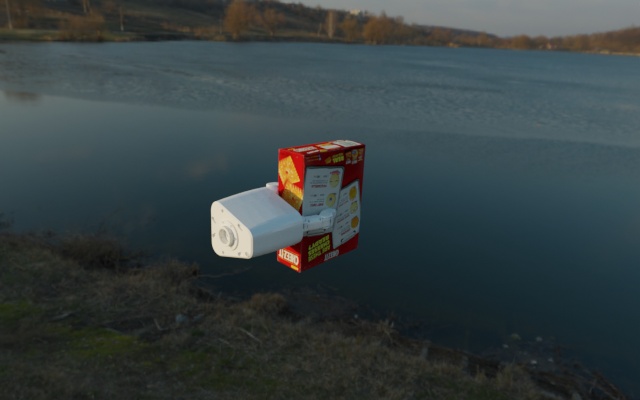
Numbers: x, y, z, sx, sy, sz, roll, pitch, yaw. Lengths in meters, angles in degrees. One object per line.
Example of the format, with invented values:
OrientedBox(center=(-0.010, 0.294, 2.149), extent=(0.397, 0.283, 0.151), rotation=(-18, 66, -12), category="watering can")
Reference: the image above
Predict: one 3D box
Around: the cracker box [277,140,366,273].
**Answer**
OrientedBox(center=(0.000, 0.003, 0.882), extent=(0.072, 0.214, 0.164), rotation=(20, 25, 40), category="cracker box")
